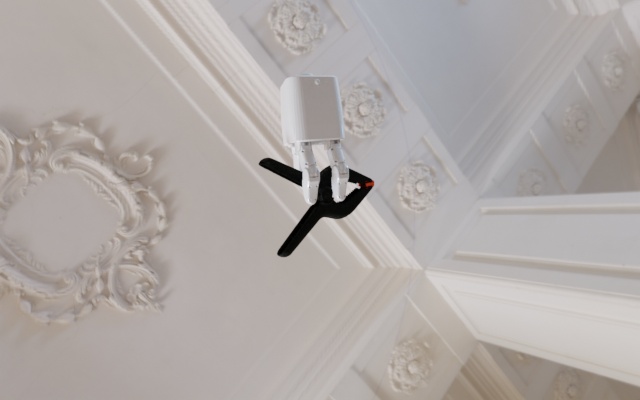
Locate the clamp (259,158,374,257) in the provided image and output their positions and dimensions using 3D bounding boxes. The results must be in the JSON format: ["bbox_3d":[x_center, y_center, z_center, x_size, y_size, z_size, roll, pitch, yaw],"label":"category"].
[{"bbox_3d":[0.000,0.002,0.813,0.210,0.164,0.036,-8,8,-28],"label":"clamp"}]
